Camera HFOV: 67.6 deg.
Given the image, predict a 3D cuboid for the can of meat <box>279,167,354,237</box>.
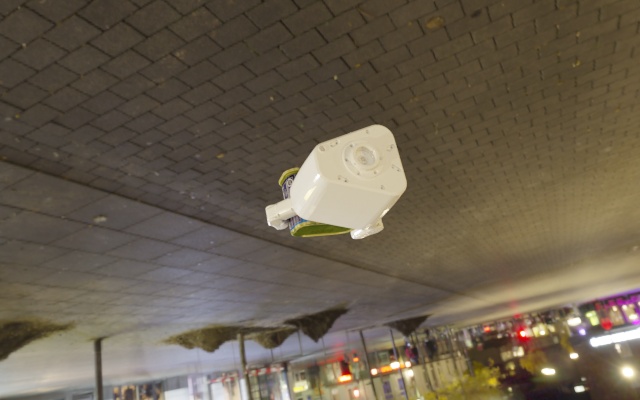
[{"bbox_3d":[0.000,0.003,0.670,0.102,0.084,0.057,-3,-22,-23],"label":"can of meat"}]
